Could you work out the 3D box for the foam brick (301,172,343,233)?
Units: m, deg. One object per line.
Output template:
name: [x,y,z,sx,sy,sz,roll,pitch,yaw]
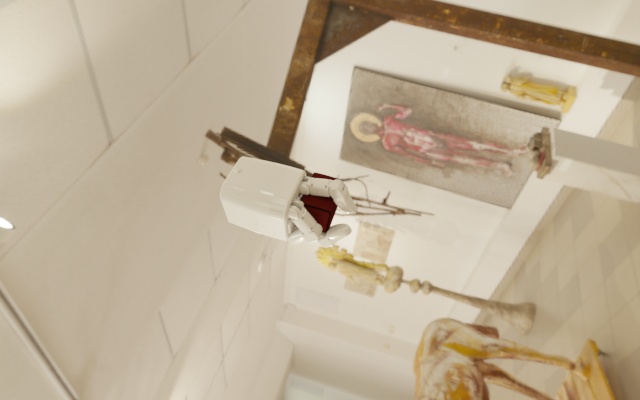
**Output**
foam brick: [0.000,0.002,0.759,0.051,0.053,0.078,16,46,8]
